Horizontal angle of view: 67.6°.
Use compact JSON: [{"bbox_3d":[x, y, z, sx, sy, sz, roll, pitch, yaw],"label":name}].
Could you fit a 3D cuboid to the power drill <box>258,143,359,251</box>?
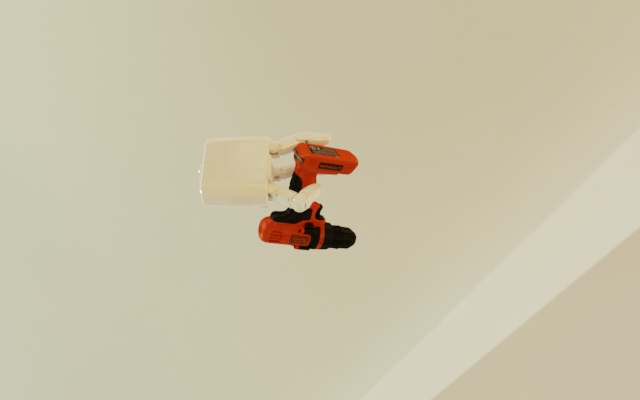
[{"bbox_3d":[0.000,0.002,0.819,0.184,0.188,0.057,7,26,-24],"label":"power drill"}]
